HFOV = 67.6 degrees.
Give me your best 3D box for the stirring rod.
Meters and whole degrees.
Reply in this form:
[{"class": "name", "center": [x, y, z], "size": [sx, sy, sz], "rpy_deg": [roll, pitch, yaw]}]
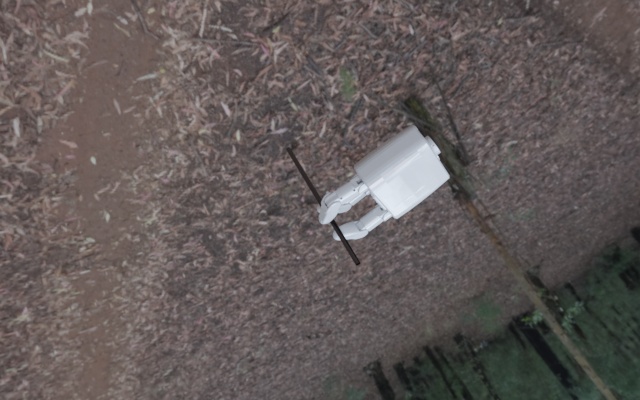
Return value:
[{"class": "stirring rod", "center": [0.000, 0.002, 0.753], "size": [0.011, 0.239, 0.011], "rpy_deg": [-23, -29, -14]}]
